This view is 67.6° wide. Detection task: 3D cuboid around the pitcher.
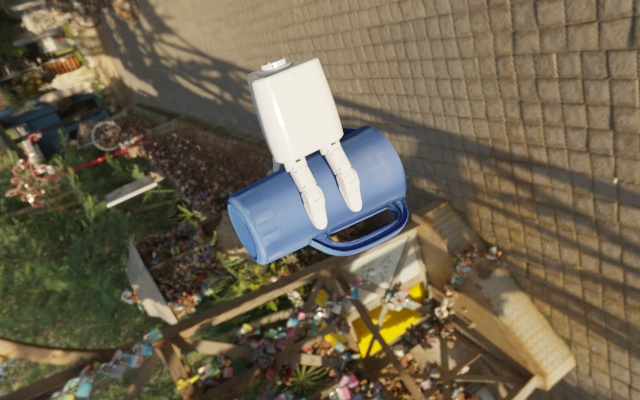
[{"bbox_3d":[0.000,0.002,0.694,0.243,0.145,0.149,-27,26,-20],"label":"pitcher"}]
